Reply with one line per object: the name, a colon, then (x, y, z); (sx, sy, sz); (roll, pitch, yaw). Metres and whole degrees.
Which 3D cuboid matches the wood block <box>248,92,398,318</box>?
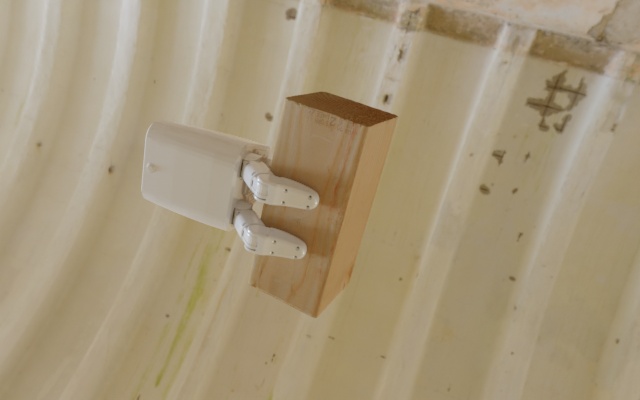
wood block: (0.000, 0.002, 0.500); (0.090, 0.206, 0.091); (23, 25, 19)
